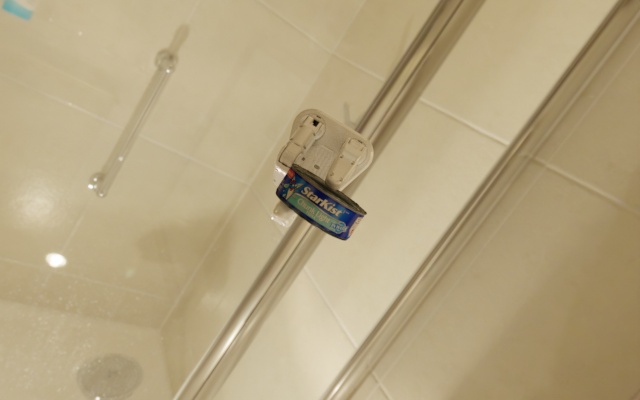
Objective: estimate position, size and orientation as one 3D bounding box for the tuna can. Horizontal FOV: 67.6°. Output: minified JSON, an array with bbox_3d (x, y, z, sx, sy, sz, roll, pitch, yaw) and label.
[{"bbox_3d":[0.000,0.002,0.458,0.086,0.034,0.086,34,6,-4],"label":"tuna can"}]
